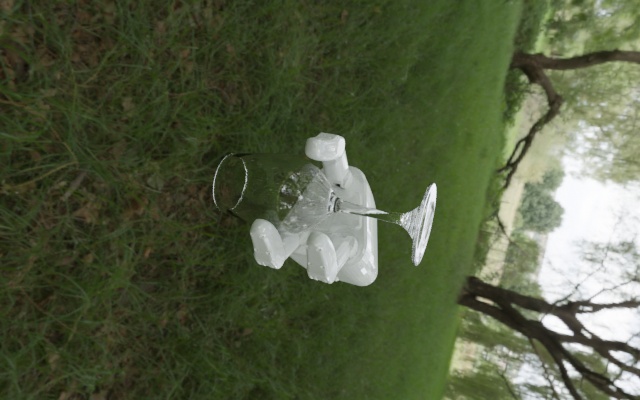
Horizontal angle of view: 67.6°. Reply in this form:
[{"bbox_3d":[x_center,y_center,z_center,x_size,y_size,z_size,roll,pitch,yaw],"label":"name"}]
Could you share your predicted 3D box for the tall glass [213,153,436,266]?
[{"bbox_3d":[0.001,0.001,0.448,0.201,0.079,0.079,12,4,20],"label":"tall glass"}]
